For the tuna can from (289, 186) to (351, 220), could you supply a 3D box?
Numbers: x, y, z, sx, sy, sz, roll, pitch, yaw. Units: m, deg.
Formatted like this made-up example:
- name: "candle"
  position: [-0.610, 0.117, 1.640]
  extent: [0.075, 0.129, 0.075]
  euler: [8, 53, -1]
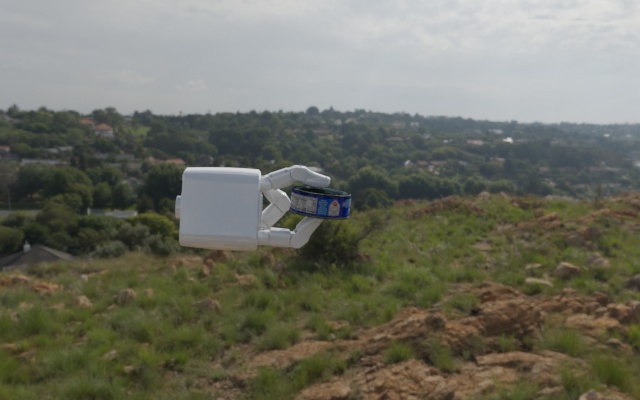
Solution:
- name: "tuna can"
  position: [0.000, 0.002, 0.674]
  extent: [0.086, 0.034, 0.086]
  euler: [7, 8, -1]
